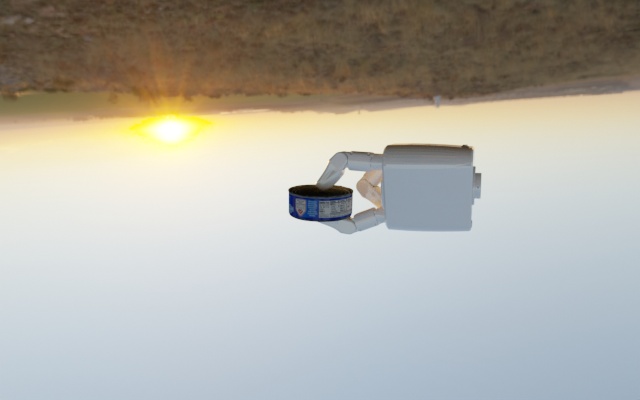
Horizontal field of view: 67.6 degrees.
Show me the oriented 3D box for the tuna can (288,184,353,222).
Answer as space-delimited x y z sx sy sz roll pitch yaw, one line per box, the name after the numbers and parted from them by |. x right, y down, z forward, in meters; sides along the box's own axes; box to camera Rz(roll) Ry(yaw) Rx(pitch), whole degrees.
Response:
0.000 0.003 0.627 0.086 0.034 0.086 1 12 0 | tuna can
